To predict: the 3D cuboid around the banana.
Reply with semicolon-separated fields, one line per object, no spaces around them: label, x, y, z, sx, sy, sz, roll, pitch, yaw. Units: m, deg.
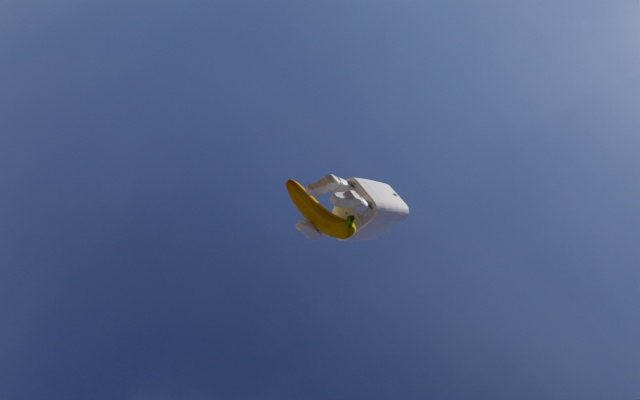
banana;0.003;0.021;0.826;0.037;0.070;0.197;-21;31;-31
